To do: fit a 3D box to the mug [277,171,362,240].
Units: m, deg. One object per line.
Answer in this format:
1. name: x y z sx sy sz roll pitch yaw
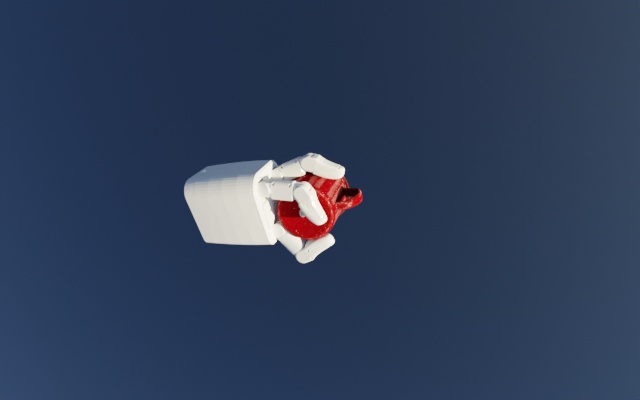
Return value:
1. mug: 0.001 0.002 0.669 0.117 0.093 0.081 -3 22 16
